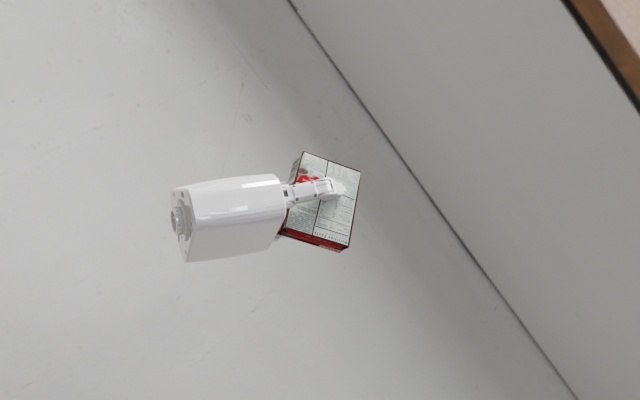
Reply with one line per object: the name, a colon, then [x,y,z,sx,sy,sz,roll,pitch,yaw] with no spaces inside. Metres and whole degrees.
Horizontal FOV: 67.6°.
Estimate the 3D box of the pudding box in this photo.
pudding box: [0.000,0.002,0.620,0.090,0.113,0.039,19,-22,-16]
